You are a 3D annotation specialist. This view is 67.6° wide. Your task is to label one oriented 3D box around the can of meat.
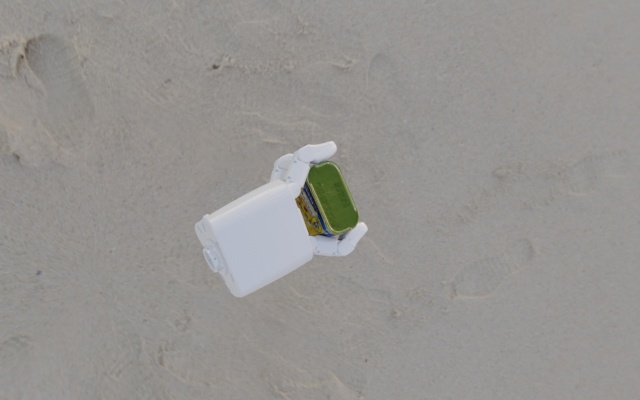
[{"bbox_3d":[0.000,0.002,0.646,0.057,0.102,0.084,-25,2,-26],"label":"can of meat"}]
